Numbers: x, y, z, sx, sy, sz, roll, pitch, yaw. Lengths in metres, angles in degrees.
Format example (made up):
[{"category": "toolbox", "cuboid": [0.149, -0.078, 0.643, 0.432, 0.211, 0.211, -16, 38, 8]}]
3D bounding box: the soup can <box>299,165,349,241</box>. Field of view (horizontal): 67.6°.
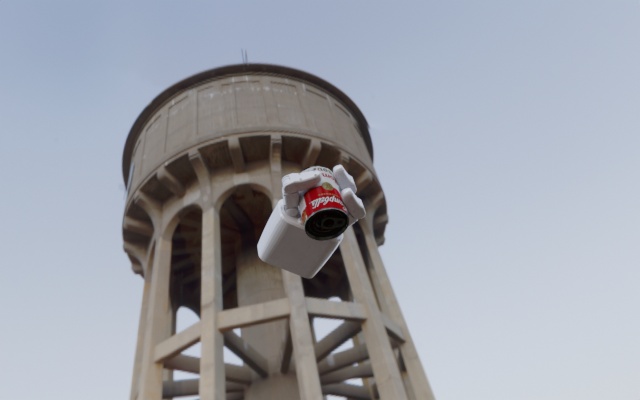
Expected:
[{"category": "soup can", "cuboid": [0.000, 0.002, 0.741, 0.068, 0.069, 0.102, 0, 43, -15]}]
